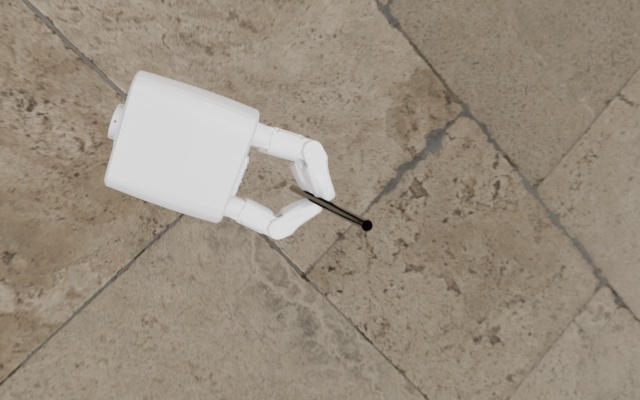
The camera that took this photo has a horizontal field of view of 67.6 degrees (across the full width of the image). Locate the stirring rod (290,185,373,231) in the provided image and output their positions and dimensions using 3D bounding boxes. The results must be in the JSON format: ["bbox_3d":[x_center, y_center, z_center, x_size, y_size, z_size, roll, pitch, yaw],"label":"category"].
[{"bbox_3d":[0.000,0.001,0.438,0.011,0.011,0.239,0,7,-15],"label":"stirring rod"}]
